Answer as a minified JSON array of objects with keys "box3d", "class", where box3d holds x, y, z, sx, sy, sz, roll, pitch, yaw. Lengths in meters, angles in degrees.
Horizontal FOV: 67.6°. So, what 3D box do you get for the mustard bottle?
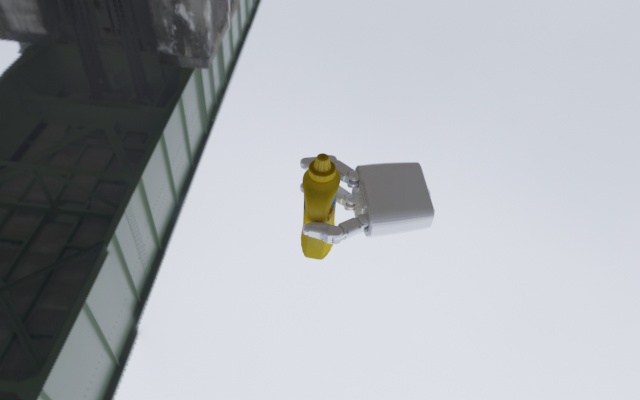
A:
[{"box3d":[0.000,0.003,0.760,0.058,0.096,0.192,10,-43,6],"class":"mustard bottle"}]
